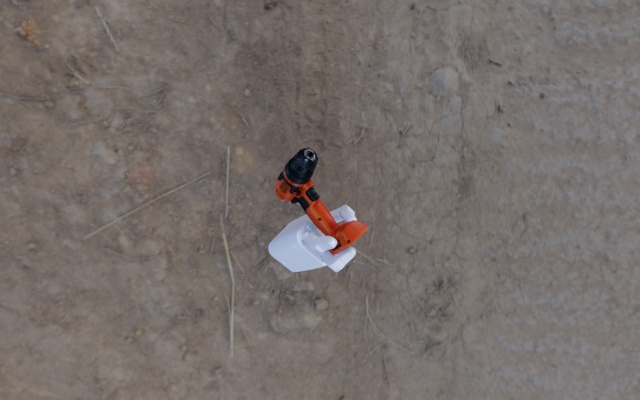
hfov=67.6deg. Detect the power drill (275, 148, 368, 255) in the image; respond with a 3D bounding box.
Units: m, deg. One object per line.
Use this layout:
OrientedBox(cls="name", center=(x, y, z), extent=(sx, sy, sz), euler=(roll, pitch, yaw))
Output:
OrientedBox(cls="power drill", center=(0.000, 0.003, 0.877), extent=(0.057, 0.187, 0.184), euler=(-39, -3, -24))
